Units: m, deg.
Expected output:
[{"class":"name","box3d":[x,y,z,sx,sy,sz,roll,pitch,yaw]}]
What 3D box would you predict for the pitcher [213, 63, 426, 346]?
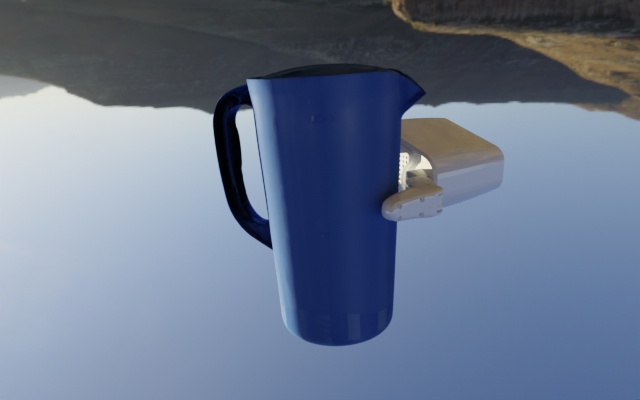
[{"class":"pitcher","box3d":[0.000,0.001,0.438,0.145,0.243,0.149,-13,19,-30]}]
